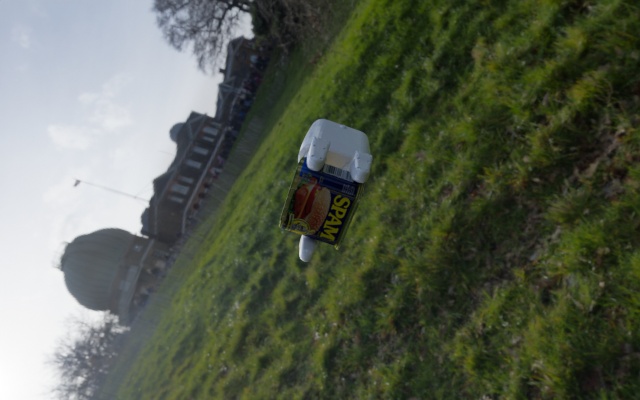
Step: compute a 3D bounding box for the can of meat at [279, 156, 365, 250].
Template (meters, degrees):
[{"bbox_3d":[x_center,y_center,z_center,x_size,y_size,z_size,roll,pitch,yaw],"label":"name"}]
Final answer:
[{"bbox_3d":[0.000,0.002,0.600,0.084,0.102,0.057,19,34,-3],"label":"can of meat"}]
